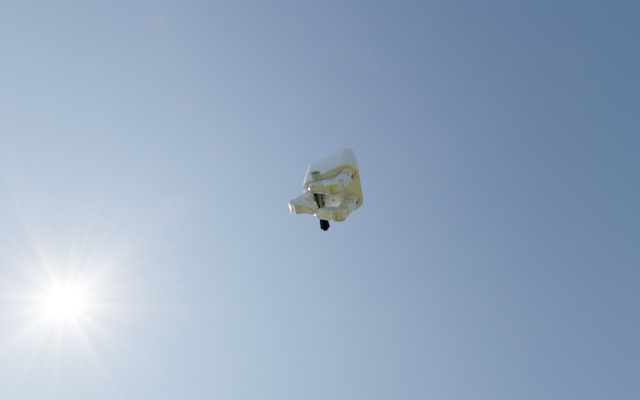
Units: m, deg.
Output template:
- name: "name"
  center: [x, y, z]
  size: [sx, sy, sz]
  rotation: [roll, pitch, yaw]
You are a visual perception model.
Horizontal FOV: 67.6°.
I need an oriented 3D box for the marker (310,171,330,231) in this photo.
- name: "marker"
  center: [0.000, 0.003, 0.896]
  size: [0.020, 0.121, 0.020]
  rotation: [-9, 25, 4]
